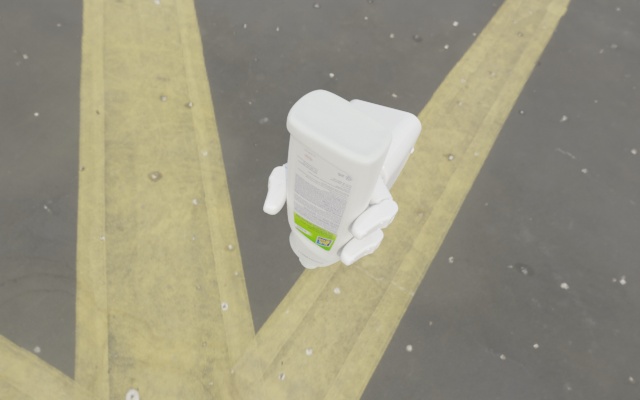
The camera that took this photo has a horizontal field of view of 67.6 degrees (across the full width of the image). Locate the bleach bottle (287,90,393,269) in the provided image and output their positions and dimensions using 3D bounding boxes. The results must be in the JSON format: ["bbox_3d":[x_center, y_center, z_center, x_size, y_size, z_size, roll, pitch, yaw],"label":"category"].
[{"bbox_3d":[0.000,0.002,0.544,0.102,0.068,0.251,32,-36,12],"label":"bleach bottle"}]
